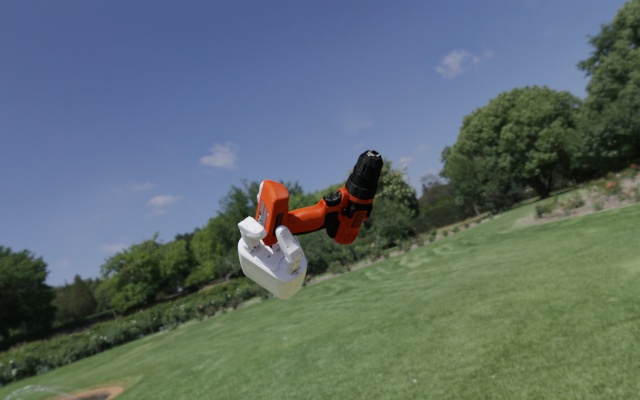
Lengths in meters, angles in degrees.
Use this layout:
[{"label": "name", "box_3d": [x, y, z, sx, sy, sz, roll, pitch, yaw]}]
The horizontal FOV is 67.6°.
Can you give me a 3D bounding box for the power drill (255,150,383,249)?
[{"label": "power drill", "box_3d": [0.000, 0.003, 0.749, 0.187, 0.185, 0.057, -4, 40, -26]}]
